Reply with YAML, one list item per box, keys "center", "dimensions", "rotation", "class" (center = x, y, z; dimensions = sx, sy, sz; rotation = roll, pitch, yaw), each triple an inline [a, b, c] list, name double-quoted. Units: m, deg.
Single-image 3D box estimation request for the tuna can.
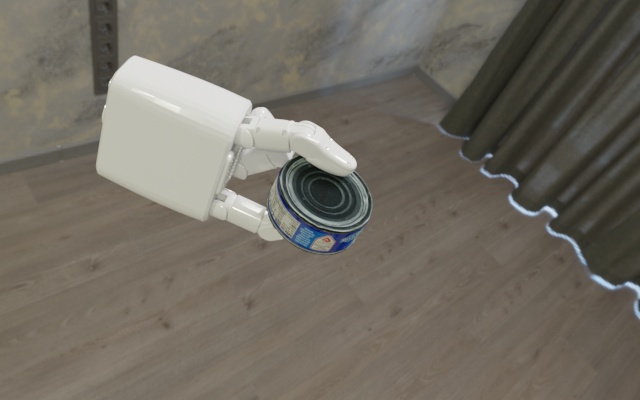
- center: [0.000, 0.001, 0.403]
  dimensions: [0.086, 0.086, 0.034]
  rotation: [0, -37, -28]
  class: "tuna can"
